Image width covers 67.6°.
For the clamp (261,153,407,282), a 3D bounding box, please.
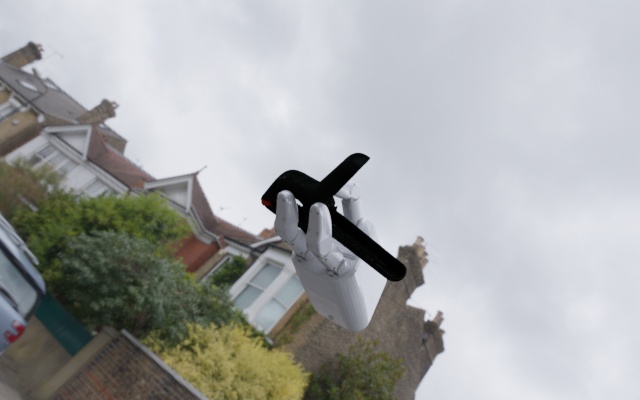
[{"bbox_3d":[0.000,0.001,0.561,0.210,0.165,0.036,19,48,40],"label":"clamp"}]
